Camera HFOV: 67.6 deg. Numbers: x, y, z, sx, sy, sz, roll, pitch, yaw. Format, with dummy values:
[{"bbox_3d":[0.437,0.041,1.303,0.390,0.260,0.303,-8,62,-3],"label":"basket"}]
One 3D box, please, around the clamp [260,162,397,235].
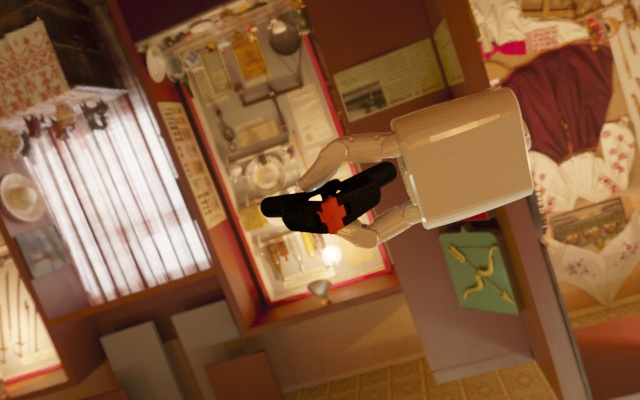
[{"bbox_3d":[0.000,0.002,0.478,0.164,0.036,0.210,-17,7,9],"label":"clamp"}]
